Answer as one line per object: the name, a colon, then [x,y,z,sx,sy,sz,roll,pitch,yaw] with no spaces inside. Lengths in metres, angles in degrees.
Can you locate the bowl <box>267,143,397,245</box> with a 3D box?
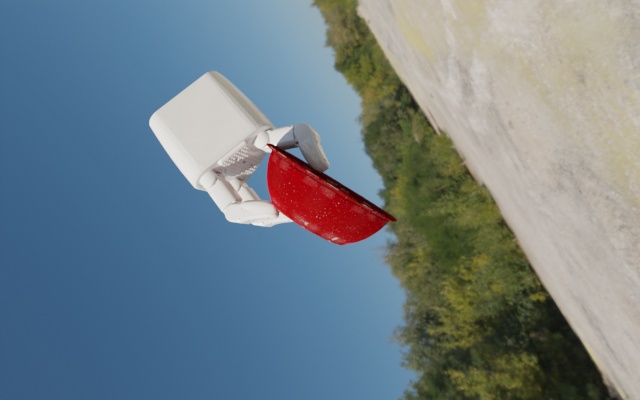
bowl: [0.001,0.003,0.517,0.162,0.055,0.162,30,5,-3]
